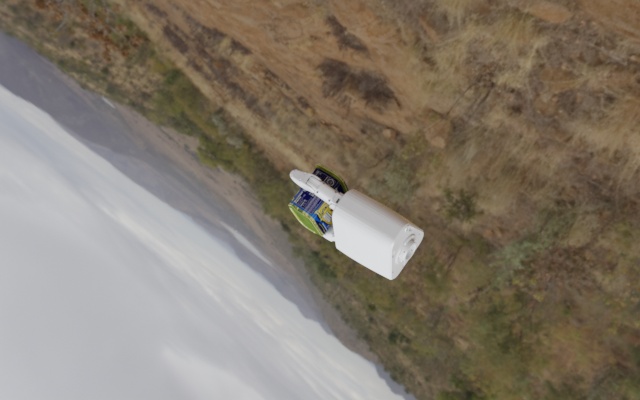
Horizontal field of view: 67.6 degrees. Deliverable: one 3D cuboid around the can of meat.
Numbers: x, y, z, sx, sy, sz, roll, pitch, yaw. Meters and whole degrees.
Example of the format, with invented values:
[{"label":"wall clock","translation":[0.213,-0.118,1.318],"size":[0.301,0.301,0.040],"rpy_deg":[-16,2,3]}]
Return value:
[{"label":"can of meat","translation":[0.000,0.003,0.782],"size":[0.057,0.084,0.102],"rpy_deg":[31,-13,26]}]
